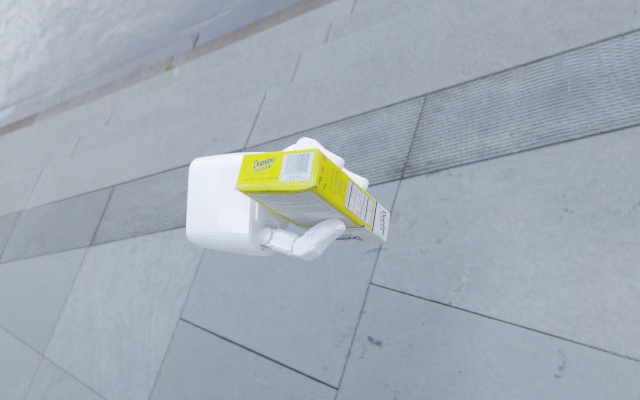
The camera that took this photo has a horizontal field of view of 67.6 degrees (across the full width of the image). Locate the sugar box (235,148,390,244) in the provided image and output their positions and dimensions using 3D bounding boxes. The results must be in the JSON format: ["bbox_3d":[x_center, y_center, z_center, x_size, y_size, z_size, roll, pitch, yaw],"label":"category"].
[{"bbox_3d":[0.000,0.001,0.521,0.093,0.048,0.176,0,-19,31],"label":"sugar box"}]
